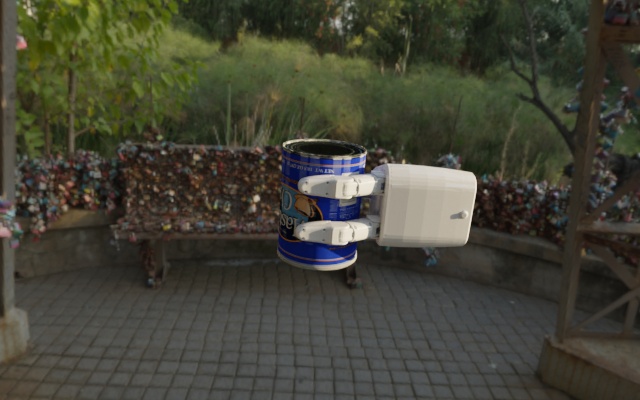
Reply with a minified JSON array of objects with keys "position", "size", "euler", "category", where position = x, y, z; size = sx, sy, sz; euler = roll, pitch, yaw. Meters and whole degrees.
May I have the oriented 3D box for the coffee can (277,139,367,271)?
[{"position":[0.000,0.002,0.594],"size":[0.103,0.140,0.102],"euler":[4,18,-1],"category":"coffee can"}]
